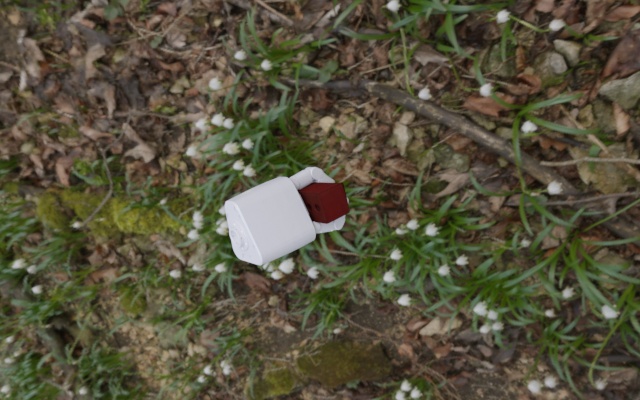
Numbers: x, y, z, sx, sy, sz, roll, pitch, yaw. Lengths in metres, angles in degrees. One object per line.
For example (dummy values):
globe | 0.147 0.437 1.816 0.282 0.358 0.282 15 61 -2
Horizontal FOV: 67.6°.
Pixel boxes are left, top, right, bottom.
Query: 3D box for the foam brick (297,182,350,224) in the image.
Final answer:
foam brick | 0.000 0.002 0.776 0.051 0.053 0.078 -25 17 -34
